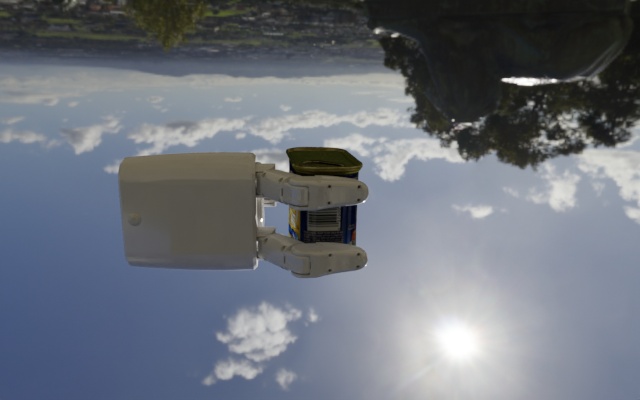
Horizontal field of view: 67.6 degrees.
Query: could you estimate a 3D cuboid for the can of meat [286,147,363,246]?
[{"bbox_3d":[0.000,0.002,0.424,0.057,0.084,0.102,-1,15,-9],"label":"can of meat"}]
